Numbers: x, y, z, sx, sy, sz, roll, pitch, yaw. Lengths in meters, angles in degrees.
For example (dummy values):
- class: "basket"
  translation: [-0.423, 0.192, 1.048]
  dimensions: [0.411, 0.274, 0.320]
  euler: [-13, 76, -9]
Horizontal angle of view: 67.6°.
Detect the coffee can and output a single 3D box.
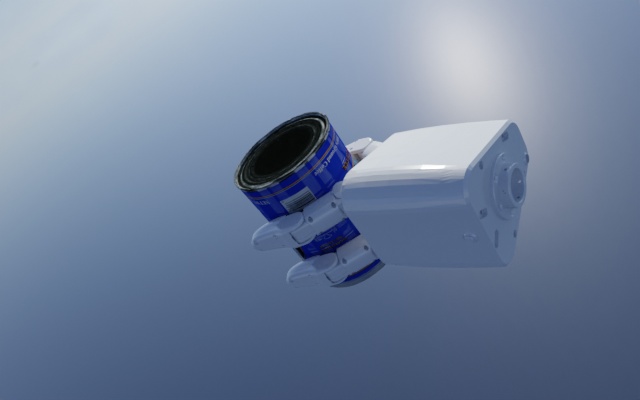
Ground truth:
- class: "coffee can"
  translation: [0.000, 0.002, 0.462]
  dimensions: [0.103, 0.102, 0.140]
  euler: [0, -43, 46]
